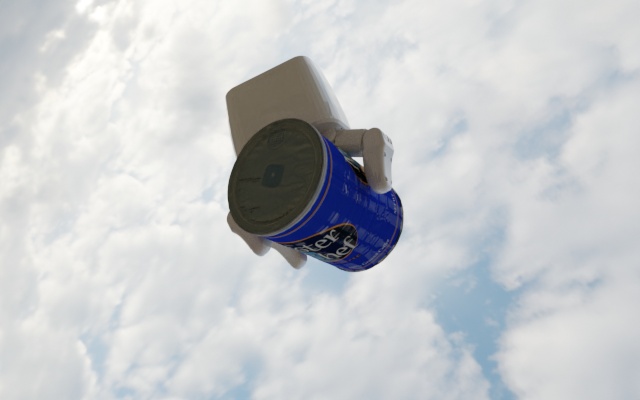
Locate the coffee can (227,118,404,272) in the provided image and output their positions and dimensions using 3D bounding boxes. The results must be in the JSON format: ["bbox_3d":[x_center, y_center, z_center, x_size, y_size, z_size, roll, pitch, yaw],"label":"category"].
[{"bbox_3d":[0.000,0.002,0.441,0.103,0.102,0.140,0,-19,37],"label":"coffee can"}]
